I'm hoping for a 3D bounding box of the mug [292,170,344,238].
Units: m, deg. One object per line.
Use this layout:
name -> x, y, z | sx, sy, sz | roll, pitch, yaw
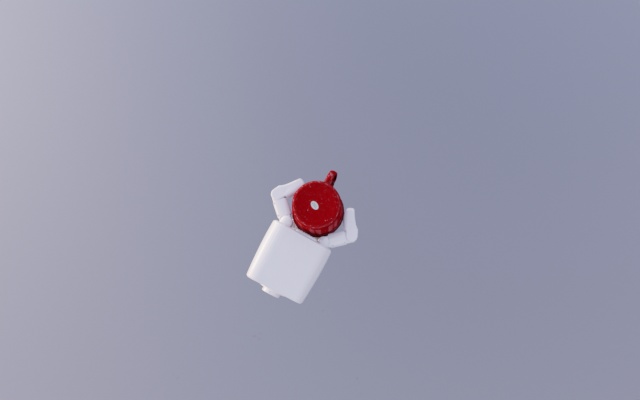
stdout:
mug -> 0.001, 0.001, 0.808 | 0.093, 0.117, 0.081 | 27, -8, 6
